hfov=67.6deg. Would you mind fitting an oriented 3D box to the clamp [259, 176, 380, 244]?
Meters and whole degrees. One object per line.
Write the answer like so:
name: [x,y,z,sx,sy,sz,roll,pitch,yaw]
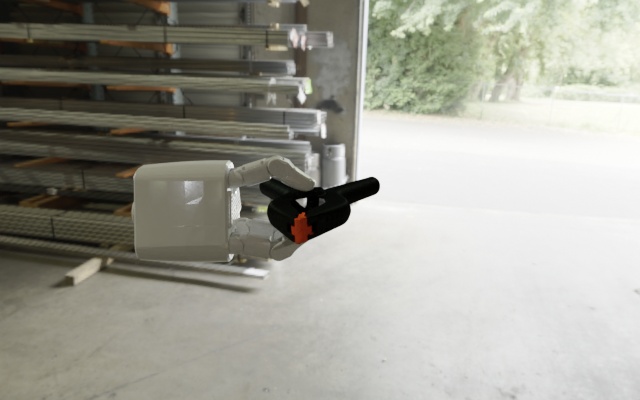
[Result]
clamp: [0.000,0.001,0.571,0.164,0.036,0.210,-3,15,-1]
